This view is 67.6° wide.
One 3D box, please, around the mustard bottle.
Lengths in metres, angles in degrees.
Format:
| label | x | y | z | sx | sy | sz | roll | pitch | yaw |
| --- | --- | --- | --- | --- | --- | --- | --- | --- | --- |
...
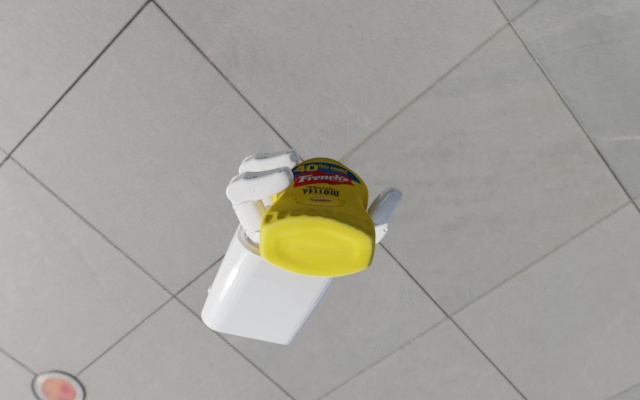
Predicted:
| label | x | y | z | sx | sy | sz | roll | pitch | yaw |
| --- | --- | --- | --- | --- | --- | --- | --- | --- | --- |
| mustard bottle | 0.000 | 0.001 | 0.471 | 0.096 | 0.058 | 0.191 | 3 | 23 | 1 |
